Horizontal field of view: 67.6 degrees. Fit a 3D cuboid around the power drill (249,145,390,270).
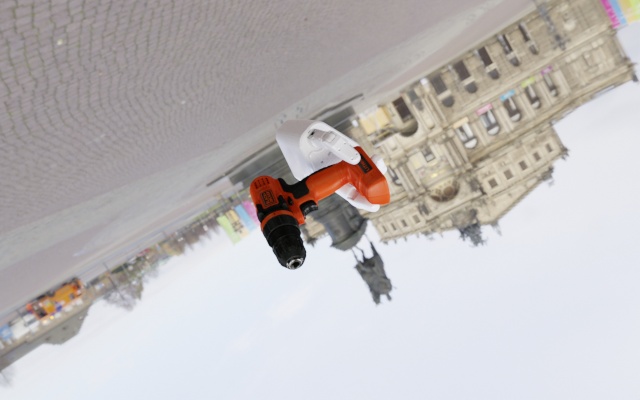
[{"bbox_3d":[0.000,0.002,0.684,0.187,0.057,0.184,-21,44,-7],"label":"power drill"}]
